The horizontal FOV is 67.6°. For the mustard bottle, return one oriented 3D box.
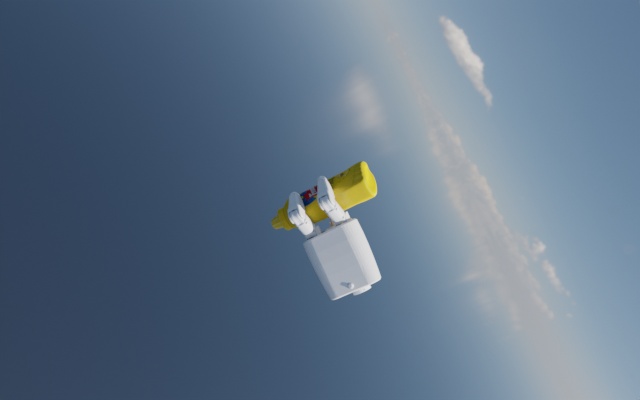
[{"bbox_3d":[0.000,0.002,0.815,0.191,0.058,0.096,-27,19,16],"label":"mustard bottle"}]
